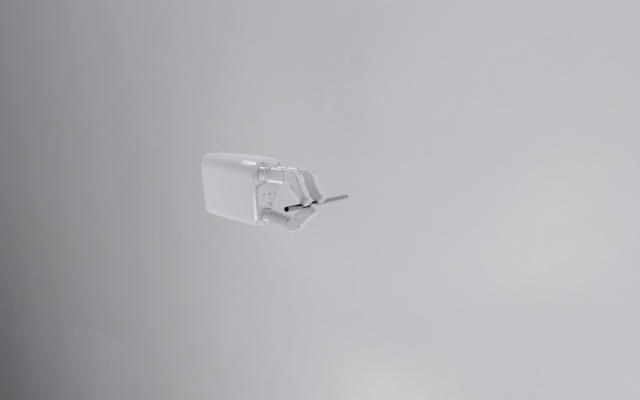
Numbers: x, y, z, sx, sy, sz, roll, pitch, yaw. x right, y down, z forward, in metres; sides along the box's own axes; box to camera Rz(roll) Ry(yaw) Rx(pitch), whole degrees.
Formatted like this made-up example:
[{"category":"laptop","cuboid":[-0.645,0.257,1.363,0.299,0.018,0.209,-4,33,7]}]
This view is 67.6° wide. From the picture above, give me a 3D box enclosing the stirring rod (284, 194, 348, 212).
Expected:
[{"category":"stirring rod","cuboid":[0.000,0.003,0.790,0.011,0.011,0.239,0,5,24]}]
